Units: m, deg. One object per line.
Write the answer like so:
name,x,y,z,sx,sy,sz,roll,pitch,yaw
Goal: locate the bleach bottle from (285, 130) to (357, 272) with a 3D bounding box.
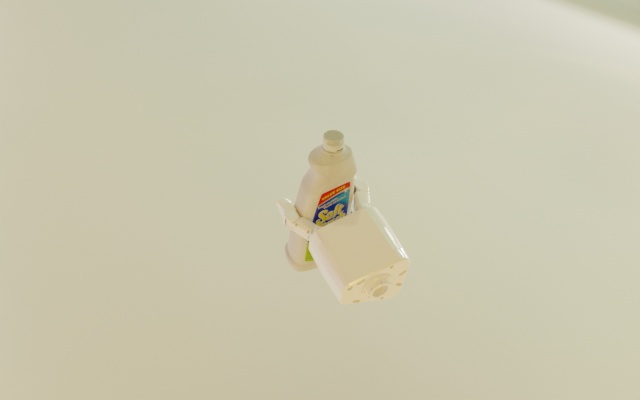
bleach bottle,0.000,0.002,0.748,0.102,0.251,0.068,-13,47,-20
